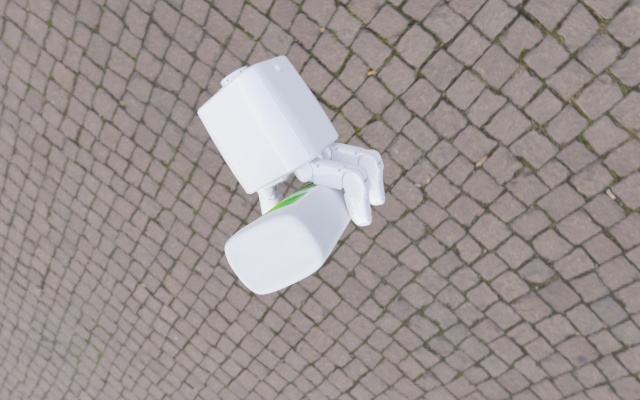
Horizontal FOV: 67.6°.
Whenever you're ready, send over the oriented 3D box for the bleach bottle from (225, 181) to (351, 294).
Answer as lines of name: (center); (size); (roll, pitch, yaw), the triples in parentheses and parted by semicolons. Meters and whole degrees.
bleach bottle: (0.000, 0.002, 0.537); (0.102, 0.068, 0.250); (-27, 11, 30)
